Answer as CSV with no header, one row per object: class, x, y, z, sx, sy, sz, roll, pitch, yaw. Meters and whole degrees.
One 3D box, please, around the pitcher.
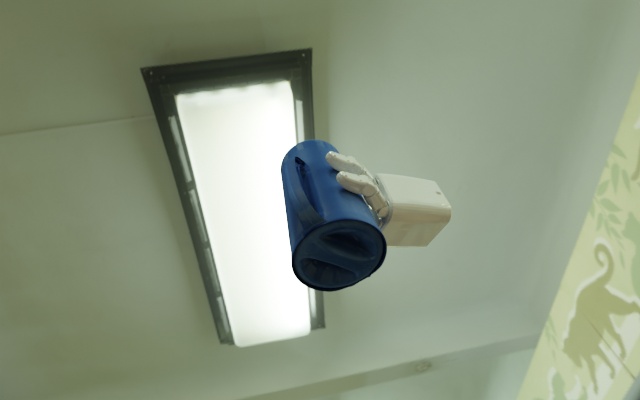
pitcher,0.000,0.002,0.727,0.145,0.149,0.242,4,36,-17
